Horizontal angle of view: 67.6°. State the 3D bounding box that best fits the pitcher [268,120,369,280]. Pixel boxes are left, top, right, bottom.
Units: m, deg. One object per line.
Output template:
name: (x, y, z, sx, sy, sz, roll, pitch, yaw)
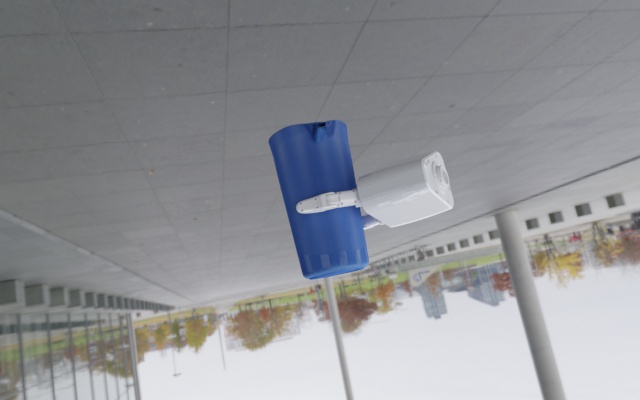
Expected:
pitcher: (0.000, 0.003, 0.786, 0.145, 0.242, 0.149, -18, -13, 28)
